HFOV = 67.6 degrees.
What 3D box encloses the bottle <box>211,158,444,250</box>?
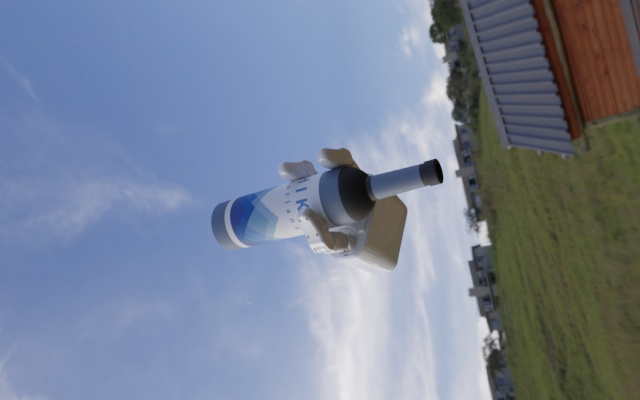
[{"bbox_3d":[0.000,0.002,0.570,0.296,0.069,0.069,-15,-7,29],"label":"bottle"}]
